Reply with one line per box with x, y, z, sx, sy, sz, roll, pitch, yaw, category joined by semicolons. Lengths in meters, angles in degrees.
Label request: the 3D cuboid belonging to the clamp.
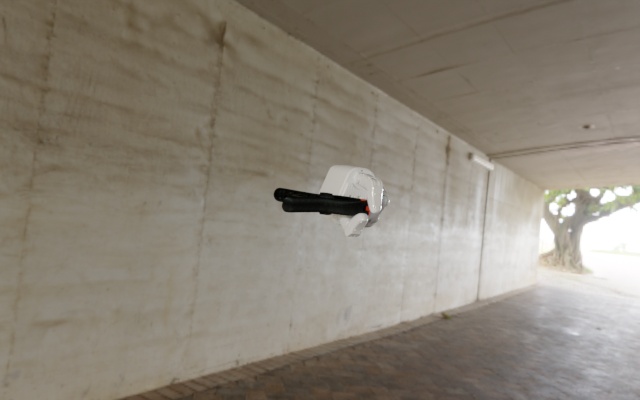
0.000;0.002;0.831;0.171;0.039;0.120;7;14;-23;clamp
